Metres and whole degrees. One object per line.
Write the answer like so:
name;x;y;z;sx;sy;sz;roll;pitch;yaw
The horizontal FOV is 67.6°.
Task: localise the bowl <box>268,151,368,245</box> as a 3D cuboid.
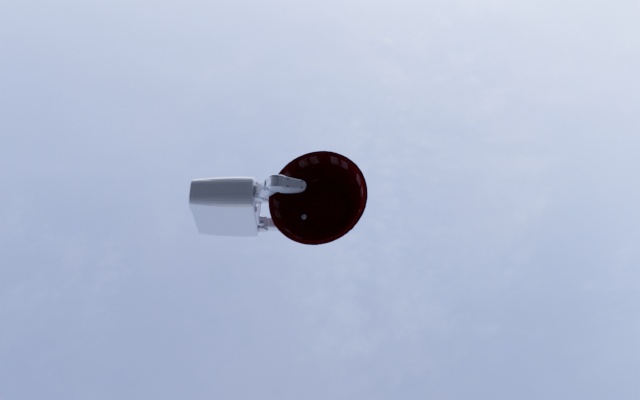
bowl;0.001;0.003;0.774;0.162;0.162;0.055;0;-22;15
